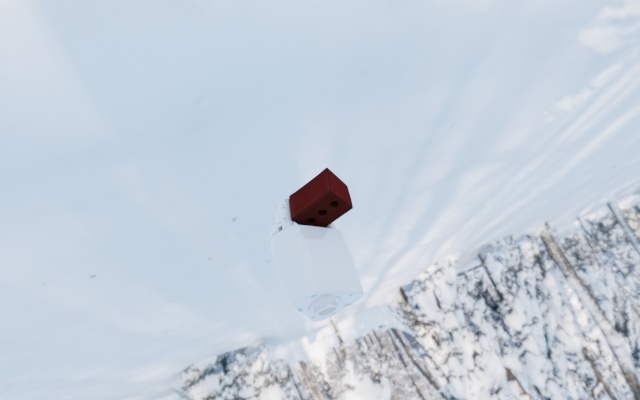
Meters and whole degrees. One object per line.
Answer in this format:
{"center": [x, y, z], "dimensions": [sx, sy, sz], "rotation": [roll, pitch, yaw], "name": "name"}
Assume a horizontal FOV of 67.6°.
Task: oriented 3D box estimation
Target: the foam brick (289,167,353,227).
{"center": [0.000, 0.002, 0.700], "dimensions": [0.078, 0.051, 0.053], "rotation": [-37, -53, 22], "name": "foam brick"}
